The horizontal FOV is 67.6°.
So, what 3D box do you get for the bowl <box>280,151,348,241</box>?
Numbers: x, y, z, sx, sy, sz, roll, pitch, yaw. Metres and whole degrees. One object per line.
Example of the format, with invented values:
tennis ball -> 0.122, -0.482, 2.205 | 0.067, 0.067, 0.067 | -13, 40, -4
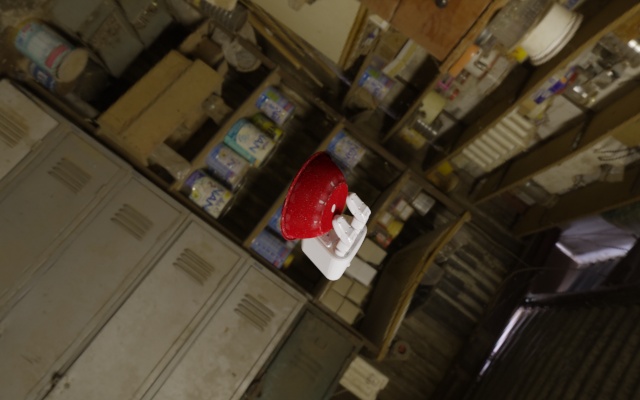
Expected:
bowl -> 0.000, 0.002, 0.793 | 0.055, 0.162, 0.162 | 24, 9, 21
